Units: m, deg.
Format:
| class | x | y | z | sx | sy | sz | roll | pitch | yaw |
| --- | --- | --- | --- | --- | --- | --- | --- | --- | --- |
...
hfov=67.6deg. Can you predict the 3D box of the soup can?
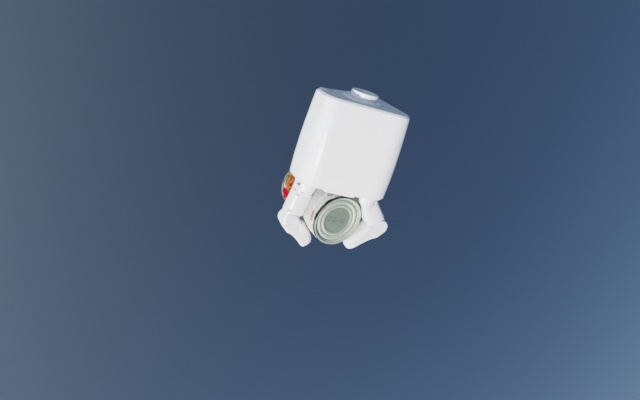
| class | x | y | z | sx | sy | sz | roll | pitch | yaw |
| --- | --- | --- | --- | --- | --- | --- | --- | --- | --- |
| soup can | 0.000 | 0.003 | 0.615 | 0.068 | 0.068 | 0.102 | 0 | 28 | -29 |
